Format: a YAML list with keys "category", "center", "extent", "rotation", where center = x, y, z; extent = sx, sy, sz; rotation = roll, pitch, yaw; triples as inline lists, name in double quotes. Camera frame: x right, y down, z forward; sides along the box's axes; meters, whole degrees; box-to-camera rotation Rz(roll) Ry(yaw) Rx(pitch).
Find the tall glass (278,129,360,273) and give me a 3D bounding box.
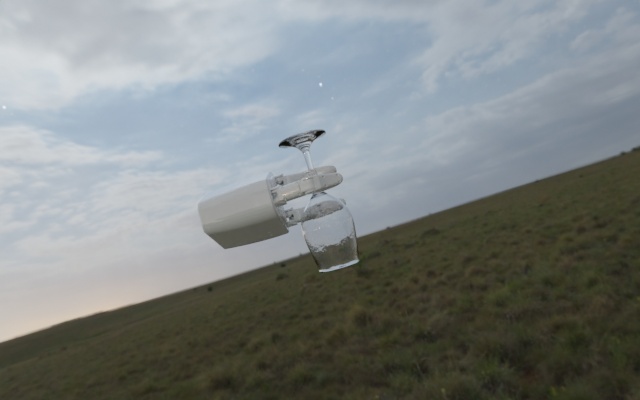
- category: "tall glass"
  center: [0.000, 0.002, 0.707]
  extent: [0.079, 0.201, 0.079]
  rotation: [-17, -5, -2]
